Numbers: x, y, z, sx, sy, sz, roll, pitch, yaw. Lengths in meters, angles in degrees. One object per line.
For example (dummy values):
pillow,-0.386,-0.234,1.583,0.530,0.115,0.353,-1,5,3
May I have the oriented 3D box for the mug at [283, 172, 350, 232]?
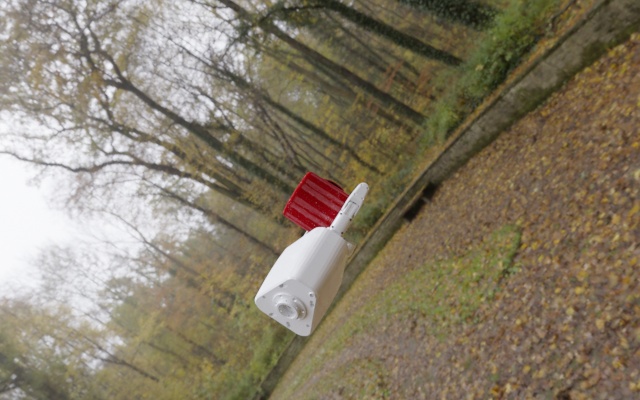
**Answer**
mug,0.001,0.001,0.750,0.081,0.093,0.117,32,42,1
